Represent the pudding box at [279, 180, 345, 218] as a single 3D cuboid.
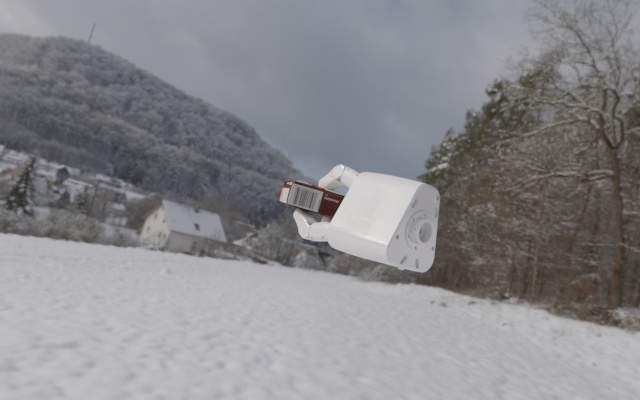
[{"bbox_3d":[0.000,0.002,0.714,0.113,0.039,0.090,18,-2,-12],"label":"pudding box"}]
